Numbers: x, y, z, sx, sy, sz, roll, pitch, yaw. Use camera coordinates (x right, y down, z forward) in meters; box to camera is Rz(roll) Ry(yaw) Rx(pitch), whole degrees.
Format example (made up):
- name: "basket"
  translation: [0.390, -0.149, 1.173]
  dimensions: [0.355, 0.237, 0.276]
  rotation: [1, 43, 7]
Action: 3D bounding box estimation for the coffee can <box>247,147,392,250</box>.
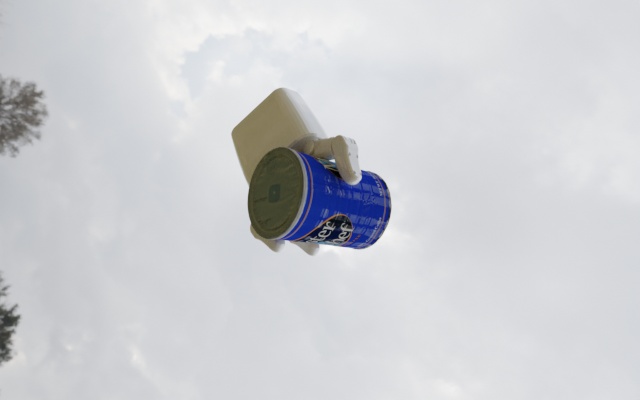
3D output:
- name: "coffee can"
  translation: [0.000, 0.002, 0.566]
  dimensions: [0.140, 0.103, 0.103]
  rotation: [11, -8, -40]
